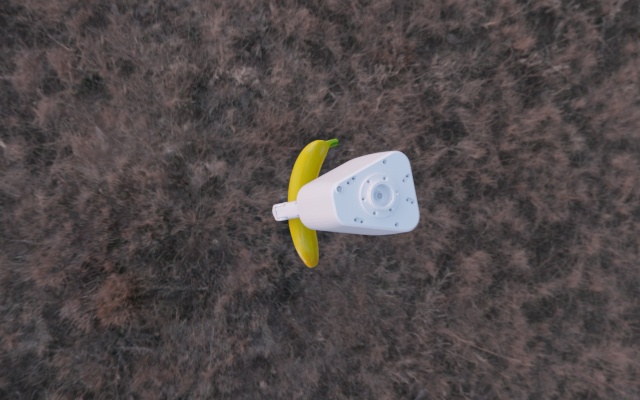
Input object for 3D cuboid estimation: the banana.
[{"bbox_3d":[-0.015,-0.006,0.686,0.069,0.197,0.037,16,-11,-27],"label":"banana"}]
